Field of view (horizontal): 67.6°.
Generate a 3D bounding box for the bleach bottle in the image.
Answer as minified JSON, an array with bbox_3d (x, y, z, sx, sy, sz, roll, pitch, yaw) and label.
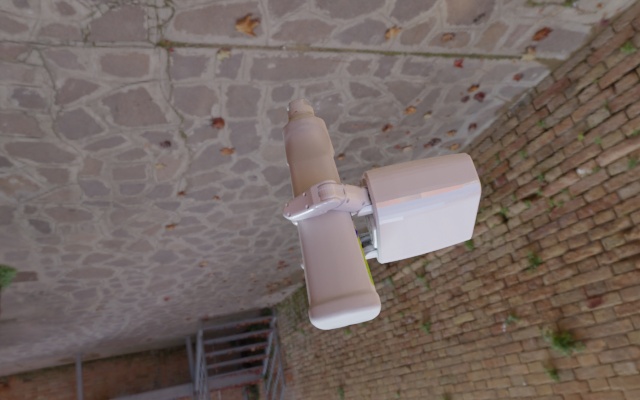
[{"bbox_3d":[0.000,0.002,0.503,0.068,0.250,0.103,-13,-20,1],"label":"bleach bottle"}]
